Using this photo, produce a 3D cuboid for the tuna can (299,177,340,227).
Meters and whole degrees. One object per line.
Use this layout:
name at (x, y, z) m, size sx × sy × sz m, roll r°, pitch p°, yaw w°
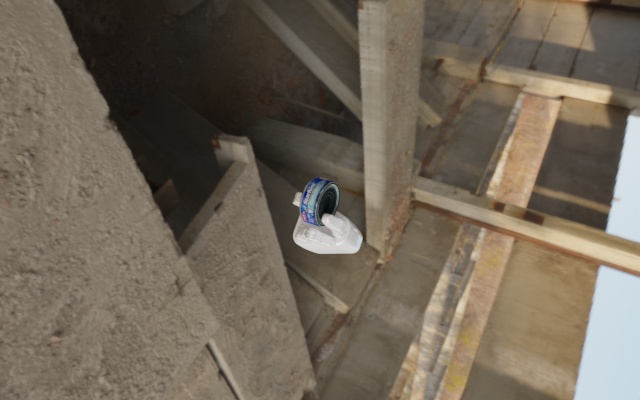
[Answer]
tuna can at (0.001, 0.003, 0.843) m, size 0.033 × 0.086 × 0.086 m, roll 17°, pitch 8°, yaw 28°
